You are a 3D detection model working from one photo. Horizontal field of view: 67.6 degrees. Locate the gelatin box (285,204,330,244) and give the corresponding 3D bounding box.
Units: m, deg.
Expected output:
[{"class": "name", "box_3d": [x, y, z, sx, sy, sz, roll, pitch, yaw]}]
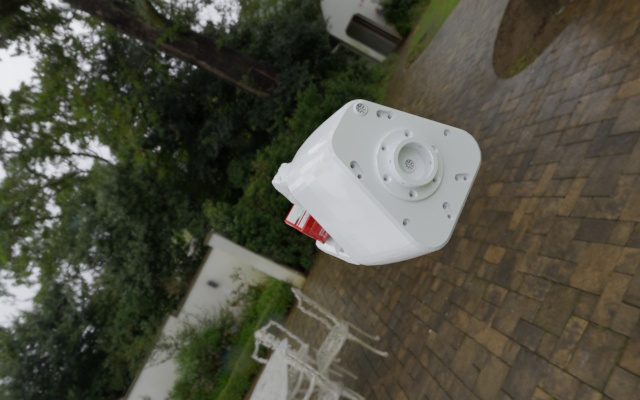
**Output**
[{"class": "gelatin box", "box_3d": [0.000, 0.001, 0.496, 0.030, 0.073, 0.089, 30, -4, -15]}]
